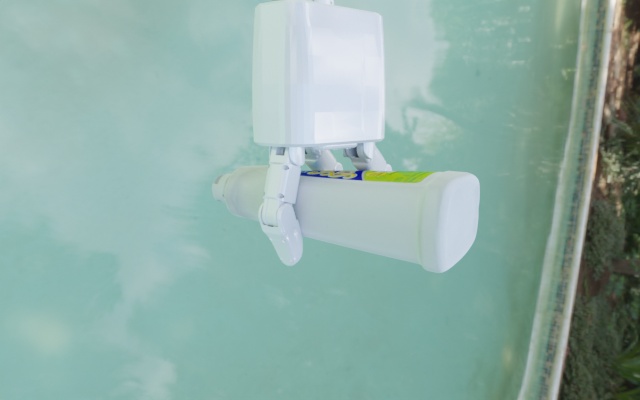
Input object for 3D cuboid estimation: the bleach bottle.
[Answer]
[{"bbox_3d":[0.000,0.001,0.418,0.251,0.068,0.102,7,13,31],"label":"bleach bottle"}]
